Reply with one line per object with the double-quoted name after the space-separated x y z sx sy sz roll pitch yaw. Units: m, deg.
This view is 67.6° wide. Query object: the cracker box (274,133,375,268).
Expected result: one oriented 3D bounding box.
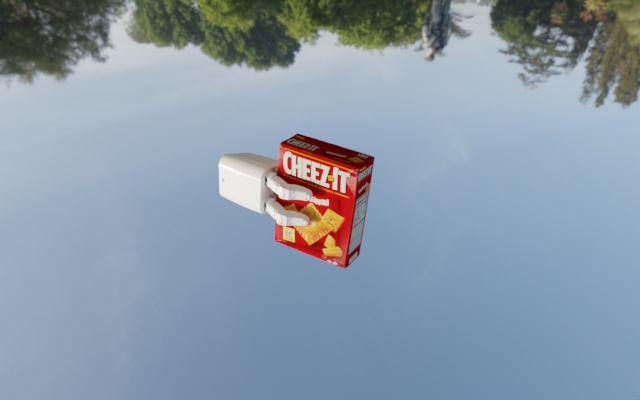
0.000 0.003 0.890 0.164 0.214 0.072 20 33 23 "cracker box"
